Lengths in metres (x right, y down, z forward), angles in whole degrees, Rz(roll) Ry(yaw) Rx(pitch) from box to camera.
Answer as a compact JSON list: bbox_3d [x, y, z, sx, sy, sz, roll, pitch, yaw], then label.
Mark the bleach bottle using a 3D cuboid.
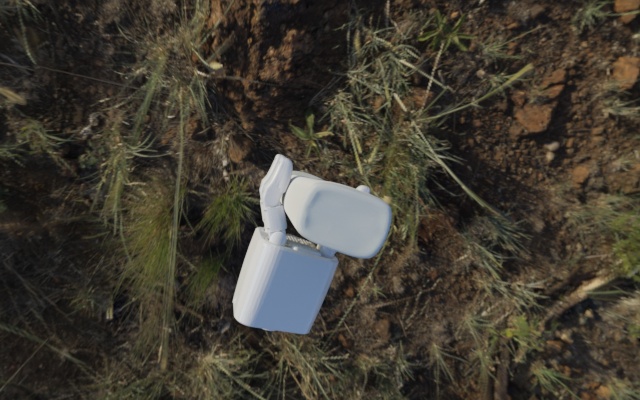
[{"bbox_3d":[0.000,0.002,0.606,0.102,0.068,0.251,19,4,-13],"label":"bleach bottle"}]
